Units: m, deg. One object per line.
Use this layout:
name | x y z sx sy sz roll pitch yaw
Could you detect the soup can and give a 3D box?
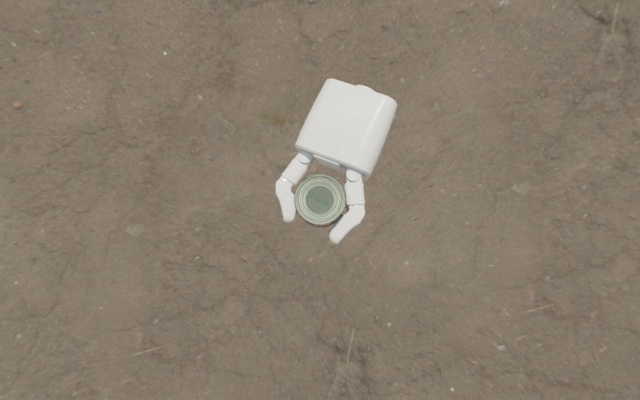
soup can | 0.000 0.003 0.650 0.068 0.068 0.102 0 -4 0
